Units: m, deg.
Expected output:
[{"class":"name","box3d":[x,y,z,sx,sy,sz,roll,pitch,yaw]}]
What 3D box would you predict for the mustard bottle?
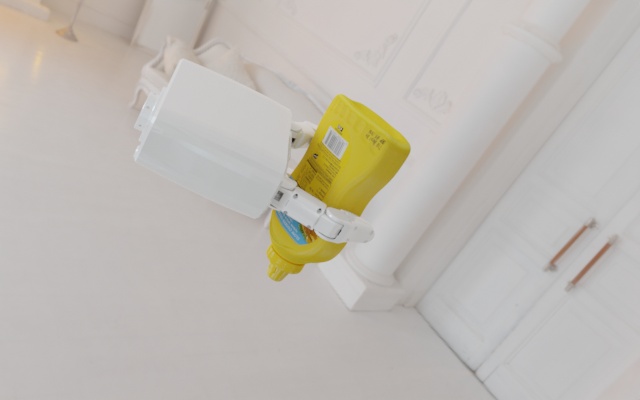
[{"class":"mustard bottle","box3d":[0.000,0.001,0.458,0.058,0.192,0.096,14,26,-42]}]
